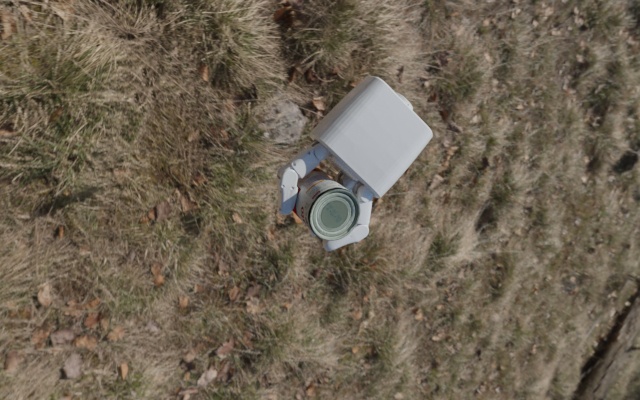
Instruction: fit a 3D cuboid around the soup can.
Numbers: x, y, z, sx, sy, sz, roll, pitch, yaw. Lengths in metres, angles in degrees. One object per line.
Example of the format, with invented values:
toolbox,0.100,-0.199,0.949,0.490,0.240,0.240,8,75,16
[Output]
soup can,0.000,0.002,0.602,0.068,0.068,0.102,0,18,-22
